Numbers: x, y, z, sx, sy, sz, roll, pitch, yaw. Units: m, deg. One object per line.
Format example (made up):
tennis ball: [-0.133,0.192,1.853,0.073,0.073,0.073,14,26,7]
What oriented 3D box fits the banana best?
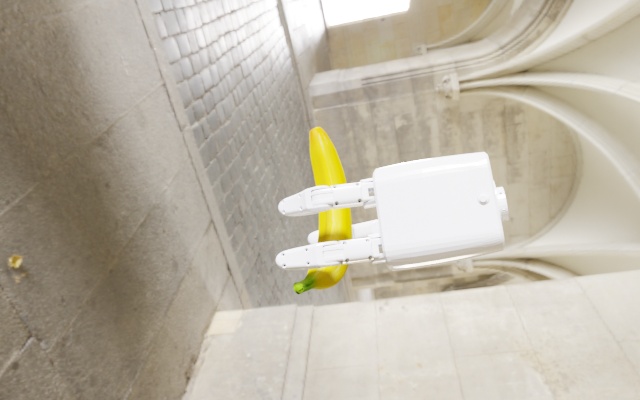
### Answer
banana: [0.008,0.013,0.516,0.037,0.197,0.070,-13,-33,25]
